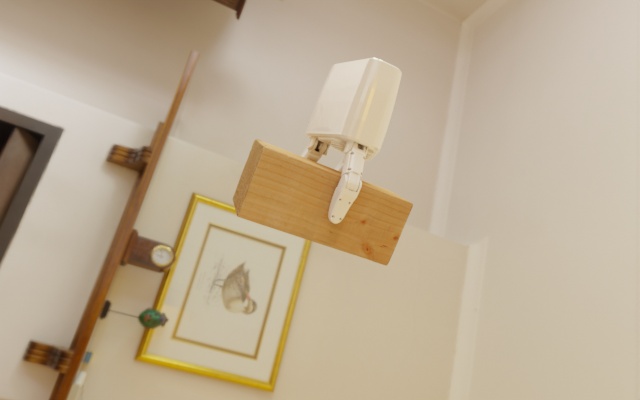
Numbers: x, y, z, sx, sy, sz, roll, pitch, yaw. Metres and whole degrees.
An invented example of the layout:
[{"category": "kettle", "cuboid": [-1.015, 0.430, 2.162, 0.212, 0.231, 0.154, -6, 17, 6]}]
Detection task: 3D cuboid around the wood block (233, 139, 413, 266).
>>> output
[{"category": "wood block", "cuboid": [0.000, 0.002, 0.622, 0.206, 0.090, 0.090, 20, 8, -17]}]
